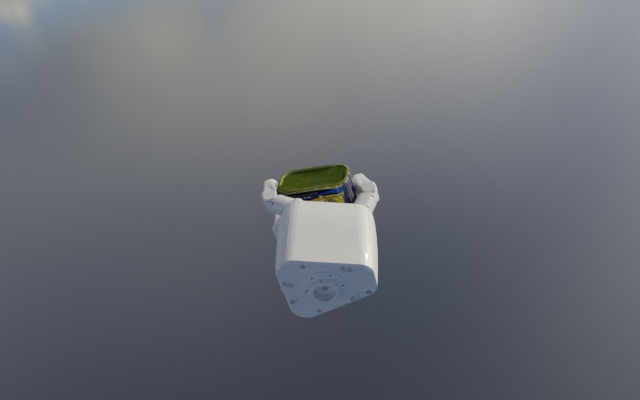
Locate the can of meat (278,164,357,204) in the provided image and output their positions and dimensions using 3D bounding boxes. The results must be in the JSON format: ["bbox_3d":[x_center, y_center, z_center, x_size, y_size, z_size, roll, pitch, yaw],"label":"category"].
[{"bbox_3d":[0.000,0.002,0.648,0.102,0.084,0.057,-8,36,14],"label":"can of meat"}]
